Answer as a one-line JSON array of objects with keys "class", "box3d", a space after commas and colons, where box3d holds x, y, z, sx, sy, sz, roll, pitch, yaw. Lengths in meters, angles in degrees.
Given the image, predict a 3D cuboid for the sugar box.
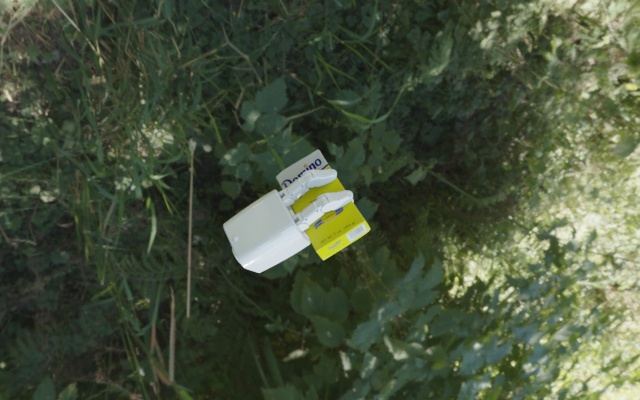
[{"class": "sugar box", "box3d": [0.000, 0.003, 0.803, 0.093, 0.176, 0.048, -32, -32, 0]}]
